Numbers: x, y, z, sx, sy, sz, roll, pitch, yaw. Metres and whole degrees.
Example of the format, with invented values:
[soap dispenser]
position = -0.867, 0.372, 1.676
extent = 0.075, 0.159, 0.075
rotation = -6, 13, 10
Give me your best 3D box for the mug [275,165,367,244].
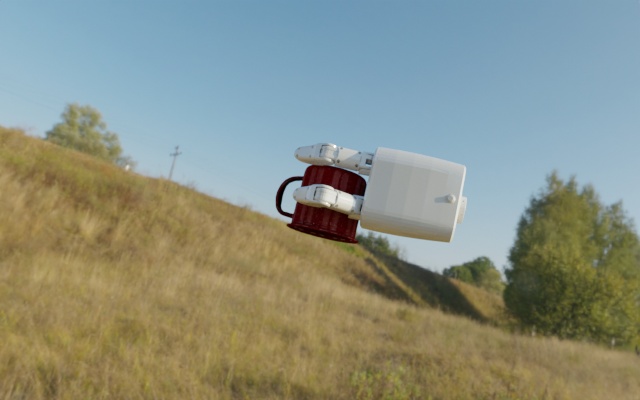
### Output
[mug]
position = -0.001, 0.002, 0.609
extent = 0.117, 0.081, 0.093
rotation = 12, -10, 14
